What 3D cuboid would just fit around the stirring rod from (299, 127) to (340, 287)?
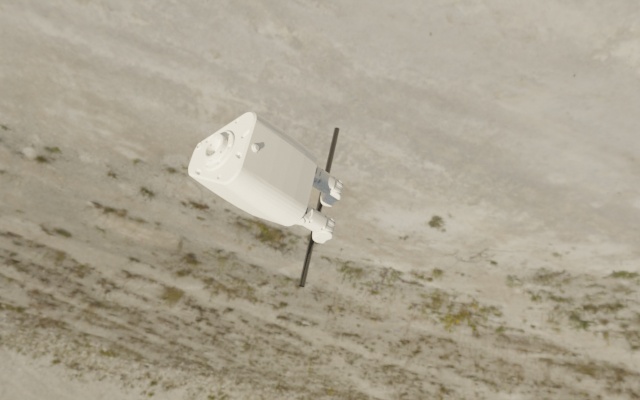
[{"bbox_3d":[0.000,0.002,0.661,0.011,0.239,0.011,11,-23,5],"label":"stirring rod"}]
